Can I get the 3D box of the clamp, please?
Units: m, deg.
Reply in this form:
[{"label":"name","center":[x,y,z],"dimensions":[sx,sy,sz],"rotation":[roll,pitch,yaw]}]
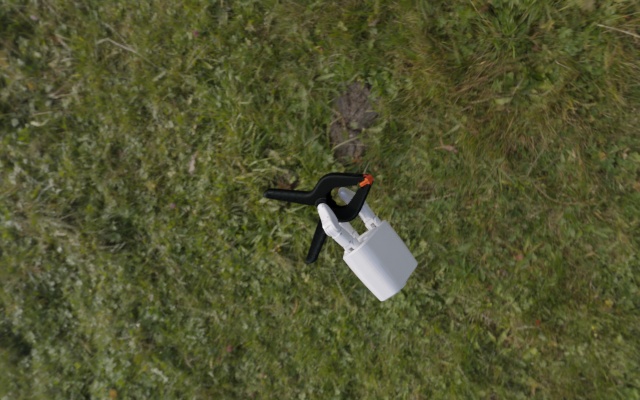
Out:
[{"label":"clamp","center":[0.000,0.003,0.870],"dimensions":[0.210,0.164,0.036],"rotation":[-39,2,28]}]
